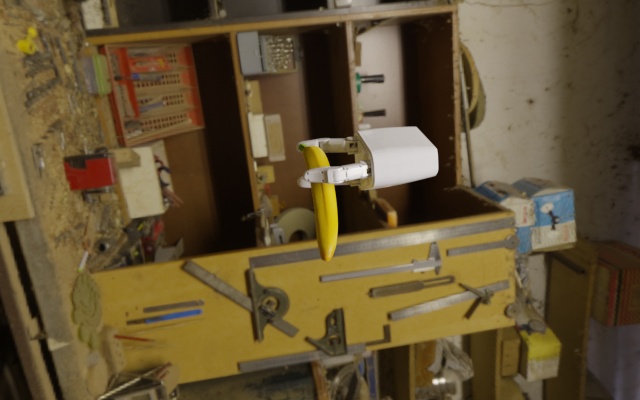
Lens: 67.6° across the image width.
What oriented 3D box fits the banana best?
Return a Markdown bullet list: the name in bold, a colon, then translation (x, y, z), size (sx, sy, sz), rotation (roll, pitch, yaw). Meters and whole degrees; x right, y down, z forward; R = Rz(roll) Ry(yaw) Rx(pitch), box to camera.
- **banana**: translation (0.002, -0.004, 0.752), size (0.037, 0.197, 0.069), rotation (-8, -8, -11)
